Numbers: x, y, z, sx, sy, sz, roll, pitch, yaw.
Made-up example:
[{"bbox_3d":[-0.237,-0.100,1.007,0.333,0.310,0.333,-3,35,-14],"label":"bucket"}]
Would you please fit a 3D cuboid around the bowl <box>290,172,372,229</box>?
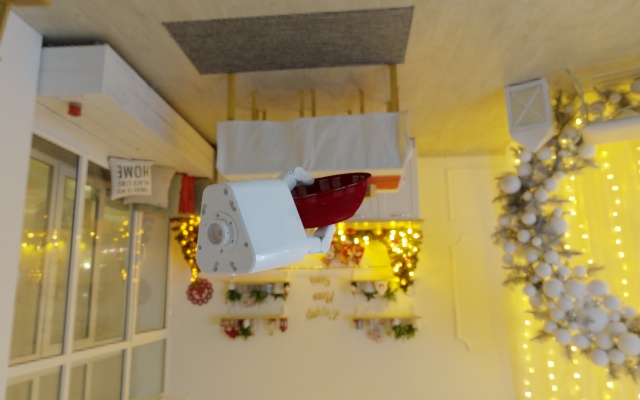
[{"bbox_3d":[0.001,0.002,0.700,0.162,0.055,0.162,-12,10,2],"label":"bowl"}]
